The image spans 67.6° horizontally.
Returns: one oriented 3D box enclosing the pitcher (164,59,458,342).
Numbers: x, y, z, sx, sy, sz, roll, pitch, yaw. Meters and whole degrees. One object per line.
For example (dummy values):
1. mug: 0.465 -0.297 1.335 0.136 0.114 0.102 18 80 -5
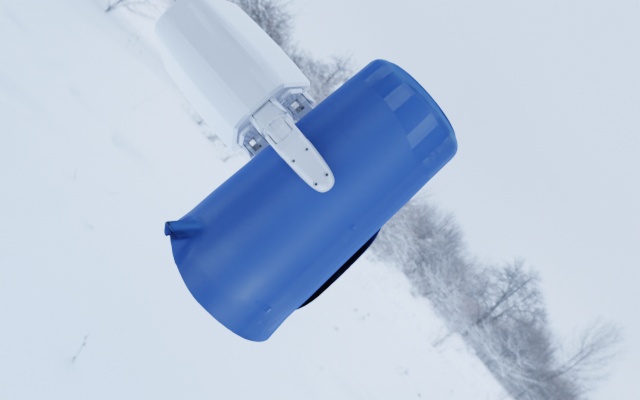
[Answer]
1. pitcher: 0.000 0.001 0.425 0.243 0.145 0.149 -41 1 4
